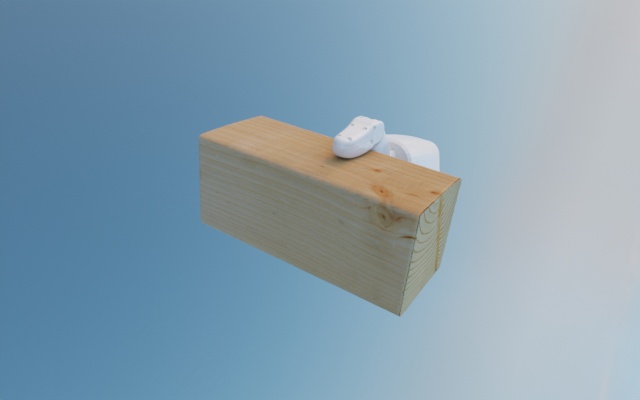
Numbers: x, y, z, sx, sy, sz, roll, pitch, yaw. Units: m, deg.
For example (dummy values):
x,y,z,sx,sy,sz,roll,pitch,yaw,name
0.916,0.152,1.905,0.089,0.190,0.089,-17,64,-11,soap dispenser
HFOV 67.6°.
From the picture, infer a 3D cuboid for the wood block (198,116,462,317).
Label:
x,y,z,sx,sy,sz,roll,pitch,yaw,name
0.000,0.001,0.414,0.206,0.091,0.090,21,30,27,wood block
